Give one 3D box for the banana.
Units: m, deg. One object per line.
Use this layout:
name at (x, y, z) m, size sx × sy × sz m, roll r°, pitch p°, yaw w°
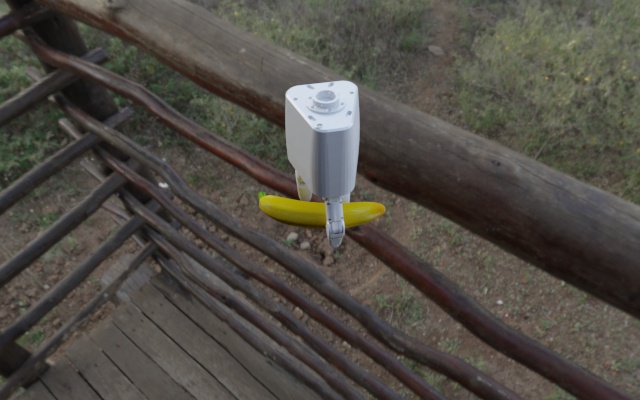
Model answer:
banana at (-0.008, 0.013, 0.691) m, size 0.198 × 0.037 × 0.069 m, roll 8°, pitch 39°, yaw 12°
